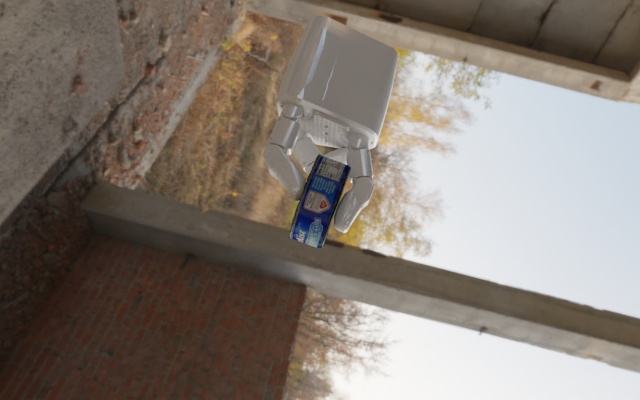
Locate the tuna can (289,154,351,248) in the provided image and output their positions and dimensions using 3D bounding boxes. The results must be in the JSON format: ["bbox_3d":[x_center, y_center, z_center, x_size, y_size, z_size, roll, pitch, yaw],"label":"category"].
[{"bbox_3d":[0.001,0.002,0.456,0.034,0.086,0.086,20,1,2],"label":"tuna can"}]
